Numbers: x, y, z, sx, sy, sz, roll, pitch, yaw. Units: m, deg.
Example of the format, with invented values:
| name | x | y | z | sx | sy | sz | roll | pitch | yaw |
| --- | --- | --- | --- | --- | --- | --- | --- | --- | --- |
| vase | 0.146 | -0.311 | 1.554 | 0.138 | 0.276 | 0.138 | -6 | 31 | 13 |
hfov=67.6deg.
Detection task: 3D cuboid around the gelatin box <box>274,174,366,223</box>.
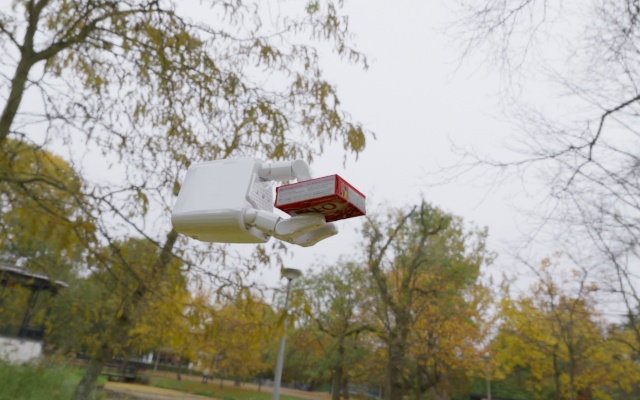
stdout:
| name | x | y | z | sx | sy | sz | roll | pitch | yaw |
| --- | --- | --- | --- | --- | --- | --- | --- | --- | --- |
| gelatin box | 0.000 | 0.001 | 0.578 | 0.089 | 0.030 | 0.073 | -12 | -27 | 29 |
